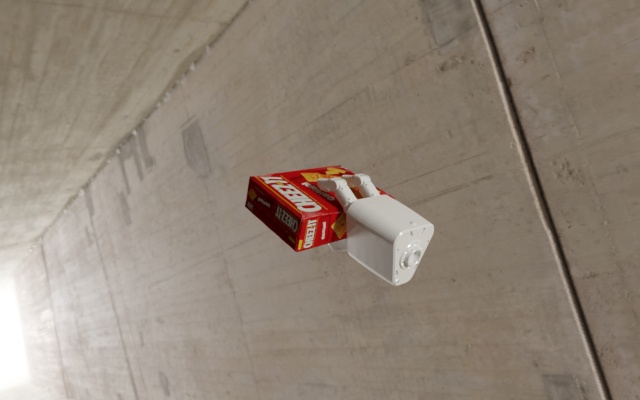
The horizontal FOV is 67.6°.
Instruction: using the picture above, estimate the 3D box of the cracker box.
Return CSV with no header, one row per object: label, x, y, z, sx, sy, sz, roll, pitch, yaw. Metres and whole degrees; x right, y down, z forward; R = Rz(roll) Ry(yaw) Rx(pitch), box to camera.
cracker box,0.000,0.003,0.854,0.213,0.072,0.164,-10,32,-39
